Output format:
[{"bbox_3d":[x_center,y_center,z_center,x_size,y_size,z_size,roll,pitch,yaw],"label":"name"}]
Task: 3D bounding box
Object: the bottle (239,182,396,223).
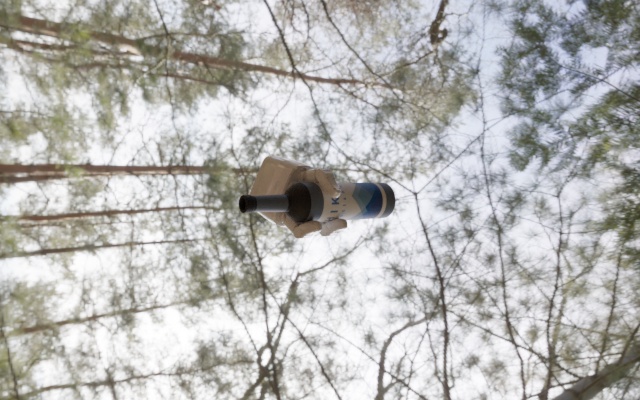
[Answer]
[{"bbox_3d":[0.000,0.003,0.803,0.296,0.069,0.069,-1,1,-38],"label":"bottle"}]
